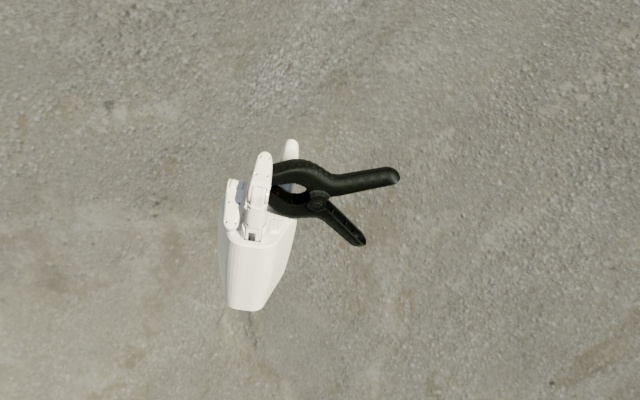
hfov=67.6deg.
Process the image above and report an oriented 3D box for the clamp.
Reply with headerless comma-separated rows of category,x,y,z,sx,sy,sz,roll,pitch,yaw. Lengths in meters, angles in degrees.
clamp,0.000,0.002,0.577,0.171,0.120,0.039,8,31,-5
